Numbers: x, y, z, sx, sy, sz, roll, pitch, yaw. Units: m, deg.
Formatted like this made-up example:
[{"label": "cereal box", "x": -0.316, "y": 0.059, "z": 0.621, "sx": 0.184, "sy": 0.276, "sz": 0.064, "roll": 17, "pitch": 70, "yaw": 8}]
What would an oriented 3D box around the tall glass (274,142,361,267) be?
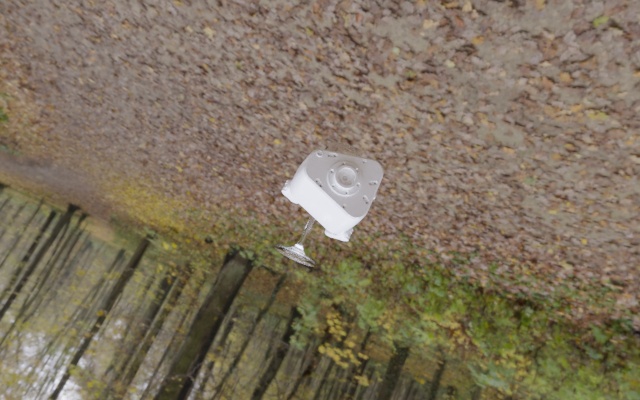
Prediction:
[{"label": "tall glass", "x": 0.000, "y": 0.003, "z": 0.786, "sx": 0.079, "sy": 0.201, "sz": 0.079, "roll": 23, "pitch": -17, "yaw": 7}]
